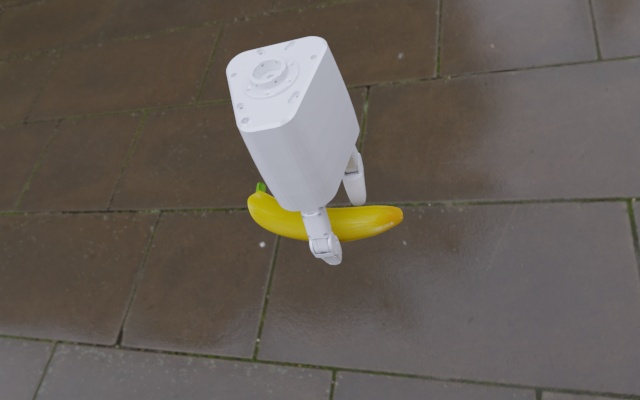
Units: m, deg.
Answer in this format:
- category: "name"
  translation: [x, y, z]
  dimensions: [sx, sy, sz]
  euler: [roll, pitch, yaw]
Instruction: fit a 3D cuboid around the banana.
- category: "banana"
  translation: [-0.011, 0.015, 0.524]
  dimensions: [0.198, 0.069, 0.037]
  euler: [13, -35, 30]
